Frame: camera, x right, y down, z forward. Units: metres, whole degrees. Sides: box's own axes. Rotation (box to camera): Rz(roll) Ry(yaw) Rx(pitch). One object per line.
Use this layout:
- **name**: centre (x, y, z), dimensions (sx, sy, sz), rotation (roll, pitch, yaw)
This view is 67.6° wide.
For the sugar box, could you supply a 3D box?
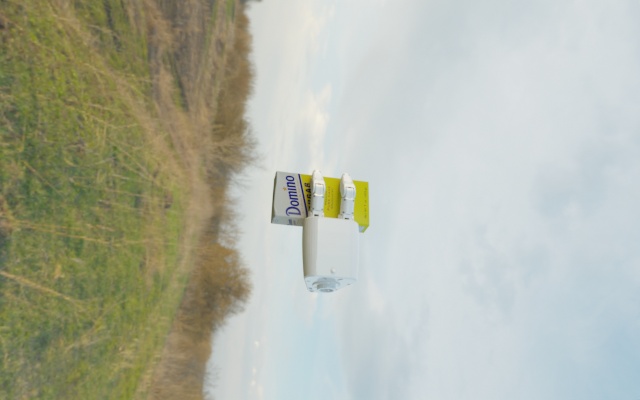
- **sugar box**: centre (0.000, 0.003, 0.878), dimensions (0.176, 0.093, 0.048), rotation (7, -25, -12)
